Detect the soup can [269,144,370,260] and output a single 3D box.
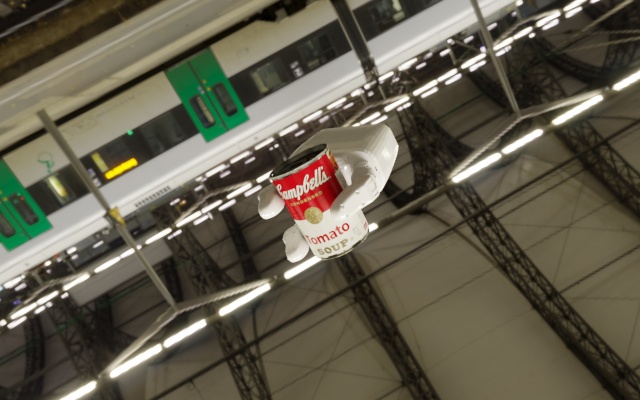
[{"bbox_3d":[0.000,0.002,0.497,0.068,0.102,0.068,-26,17,8],"label":"soup can"}]
